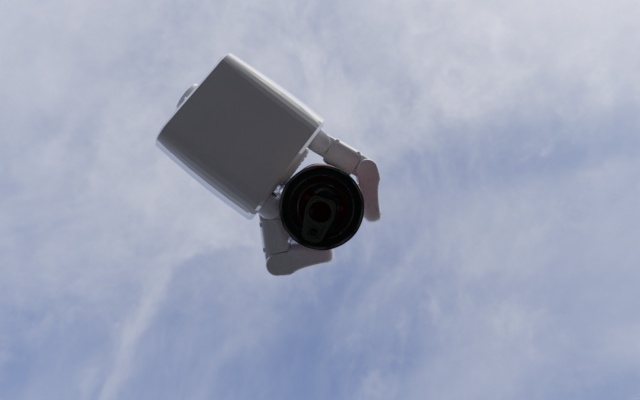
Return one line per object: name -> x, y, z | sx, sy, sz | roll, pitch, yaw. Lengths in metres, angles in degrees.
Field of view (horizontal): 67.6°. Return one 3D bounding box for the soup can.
soup can -> 0.001, 0.002, 0.425 | 0.068, 0.068, 0.102 | 0, 5, -1
